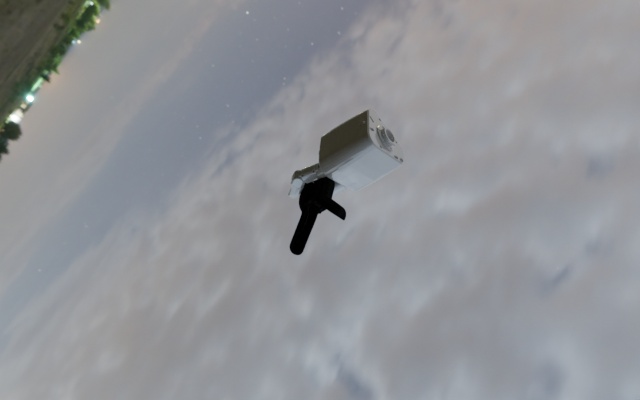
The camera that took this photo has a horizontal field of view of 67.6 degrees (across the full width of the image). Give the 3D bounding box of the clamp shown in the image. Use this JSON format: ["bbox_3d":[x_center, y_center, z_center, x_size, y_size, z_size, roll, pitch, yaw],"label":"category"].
[{"bbox_3d":[0.000,0.003,0.809,0.120,0.171,0.039,-29,-52,31],"label":"clamp"}]
